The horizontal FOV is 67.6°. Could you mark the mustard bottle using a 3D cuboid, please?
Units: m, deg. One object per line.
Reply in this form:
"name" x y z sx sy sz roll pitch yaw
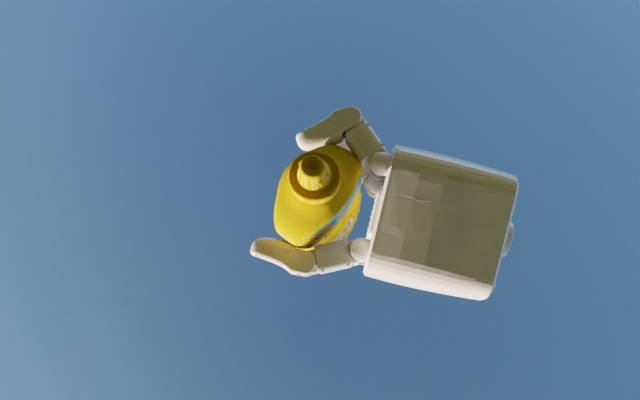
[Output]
"mustard bottle" 0.000 0.001 0.435 0.058 0.096 0.192 38 -10 12
